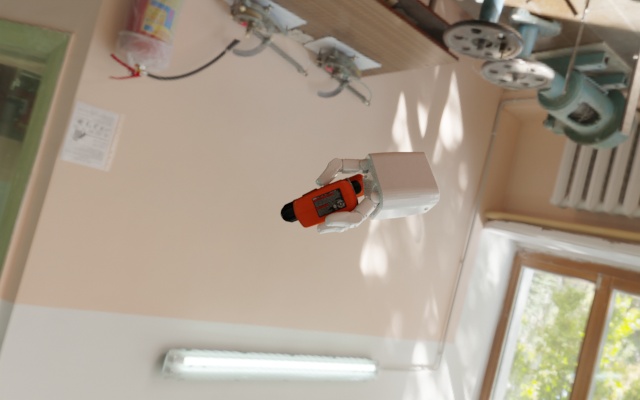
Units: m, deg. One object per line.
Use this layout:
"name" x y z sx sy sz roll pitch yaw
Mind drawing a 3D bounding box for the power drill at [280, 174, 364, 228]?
"power drill" 0.000 0.003 0.880 0.184 0.057 0.187 -24 4 7
